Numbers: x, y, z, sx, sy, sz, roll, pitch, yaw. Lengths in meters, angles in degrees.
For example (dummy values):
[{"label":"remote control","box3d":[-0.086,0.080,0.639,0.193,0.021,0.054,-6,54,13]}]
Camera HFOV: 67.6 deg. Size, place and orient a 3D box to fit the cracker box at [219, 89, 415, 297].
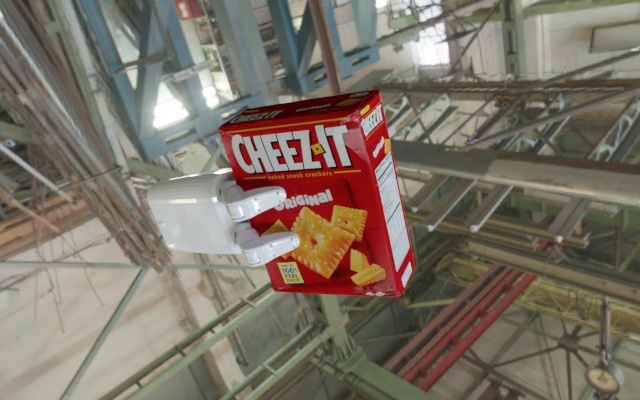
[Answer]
[{"label":"cracker box","box3d":[0.000,0.002,0.523,0.164,0.214,0.072,-2,27,27]}]
